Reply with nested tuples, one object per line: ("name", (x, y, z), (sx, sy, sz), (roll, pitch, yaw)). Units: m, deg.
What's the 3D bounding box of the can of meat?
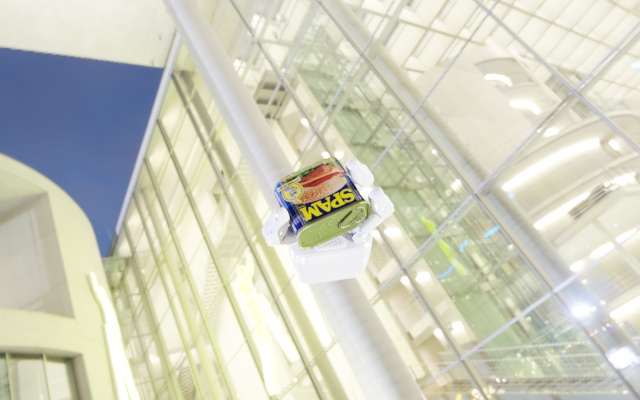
("can of meat", (0.000, 0.002, 0.610), (0.102, 0.084, 0.057), (-24, -31, -11))
